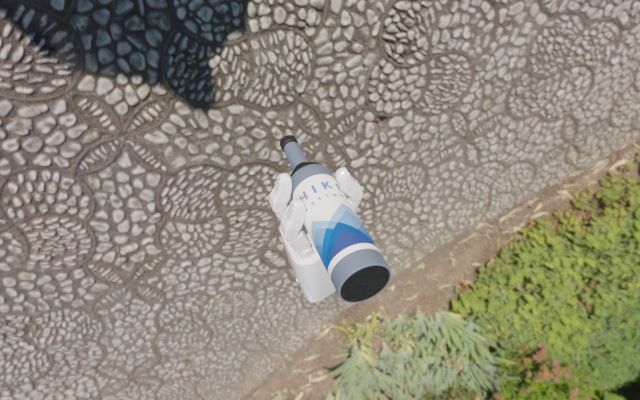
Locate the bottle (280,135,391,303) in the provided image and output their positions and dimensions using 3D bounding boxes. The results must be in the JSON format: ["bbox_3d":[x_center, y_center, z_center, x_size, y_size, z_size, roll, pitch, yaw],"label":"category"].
[{"bbox_3d":[0.000,0.002,0.647,0.069,0.069,0.295,0,40,-27],"label":"bottle"}]
